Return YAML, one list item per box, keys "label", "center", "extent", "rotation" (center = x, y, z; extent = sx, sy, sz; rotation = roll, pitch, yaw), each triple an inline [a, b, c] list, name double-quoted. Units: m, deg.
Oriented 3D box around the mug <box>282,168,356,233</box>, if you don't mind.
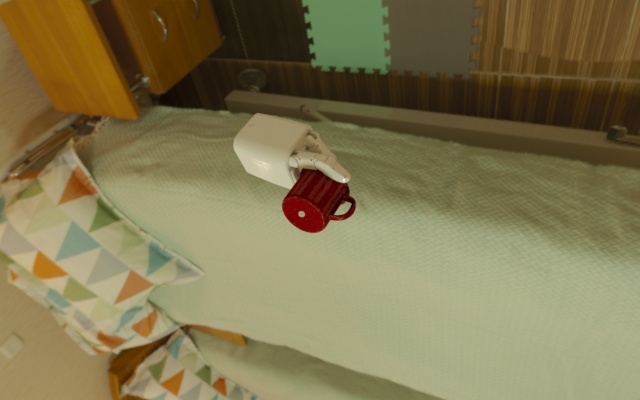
- label: "mug"
  center: [0.001, 0.003, 0.777]
  extent: [0.117, 0.093, 0.081]
  rotation: [19, 49, 19]
